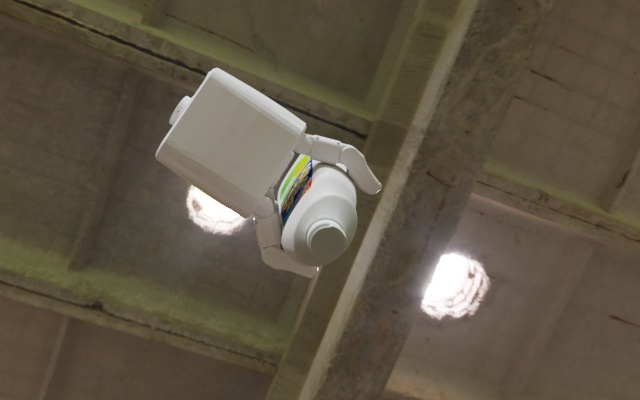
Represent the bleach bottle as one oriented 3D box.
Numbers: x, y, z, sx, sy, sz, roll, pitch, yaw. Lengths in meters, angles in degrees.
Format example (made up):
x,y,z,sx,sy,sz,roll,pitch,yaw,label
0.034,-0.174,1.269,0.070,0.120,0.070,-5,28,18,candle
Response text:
x,y,z,sx,sy,sz,roll,pitch,yaw,label
0.000,0.002,0.496,0.068,0.102,0.250,34,7,-11,bleach bottle
